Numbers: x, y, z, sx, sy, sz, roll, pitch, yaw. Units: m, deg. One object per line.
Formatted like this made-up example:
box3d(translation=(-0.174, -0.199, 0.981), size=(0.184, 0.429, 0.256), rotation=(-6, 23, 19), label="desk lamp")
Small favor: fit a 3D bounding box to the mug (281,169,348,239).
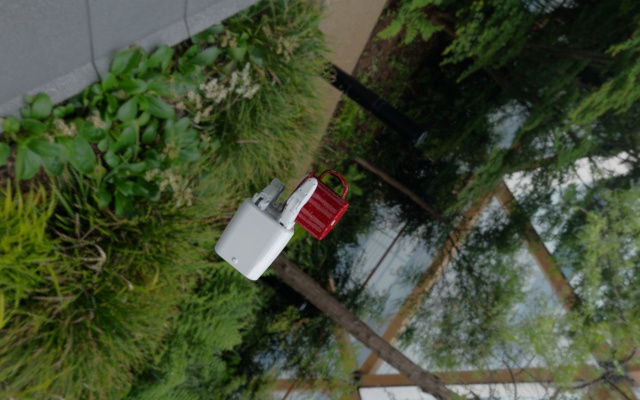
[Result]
box3d(translation=(0.001, 0.002, 0.812), size=(0.081, 0.117, 0.093), rotation=(38, 10, 7), label="mug")
